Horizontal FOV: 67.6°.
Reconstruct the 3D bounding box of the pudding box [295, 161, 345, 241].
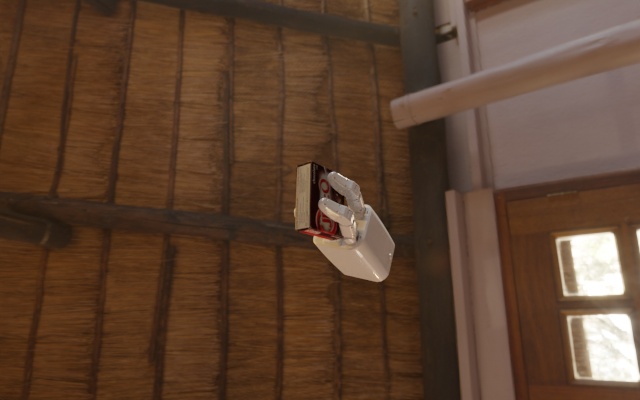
[{"bbox_3d":[0.000,0.003,0.779,0.039,0.113,0.090,-14,-21,35],"label":"pudding box"}]
